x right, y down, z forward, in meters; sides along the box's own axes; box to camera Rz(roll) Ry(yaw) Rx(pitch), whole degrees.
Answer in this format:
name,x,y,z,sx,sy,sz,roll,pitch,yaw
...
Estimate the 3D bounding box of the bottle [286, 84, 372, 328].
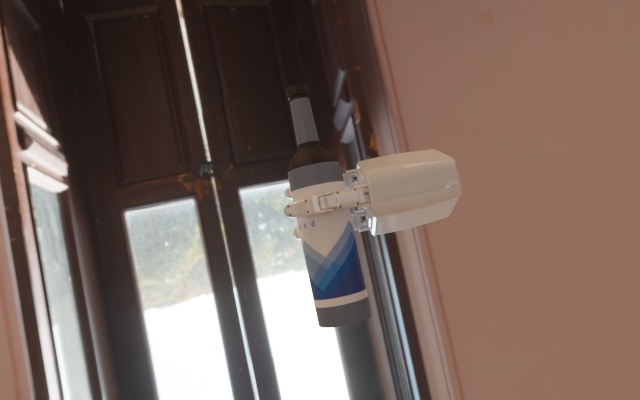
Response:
name,x,y,z,sx,sy,sz,roll,pitch,yaw
bottle,0.000,0.002,0.589,0.069,0.295,0.069,-12,-4,-1
